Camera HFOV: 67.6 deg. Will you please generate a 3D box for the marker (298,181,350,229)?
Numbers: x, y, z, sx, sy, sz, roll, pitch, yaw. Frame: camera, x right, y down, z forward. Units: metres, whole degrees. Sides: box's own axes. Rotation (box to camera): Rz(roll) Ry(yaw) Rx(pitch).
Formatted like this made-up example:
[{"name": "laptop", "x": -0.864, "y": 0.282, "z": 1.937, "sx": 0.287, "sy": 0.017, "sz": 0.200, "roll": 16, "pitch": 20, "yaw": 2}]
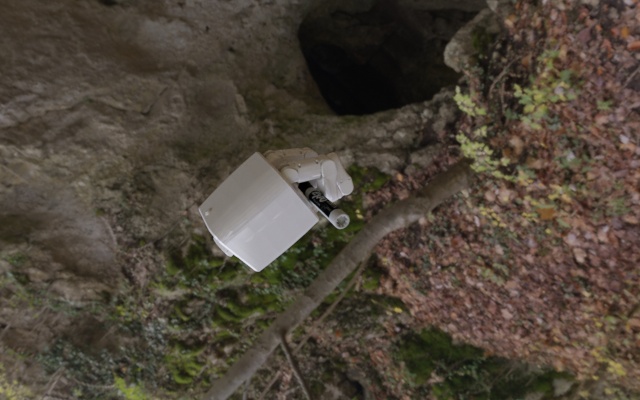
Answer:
[{"name": "marker", "x": 0.000, "y": 0.002, "z": 0.578, "sx": 0.020, "sy": 0.020, "sz": 0.121, "roll": 0, "pitch": 21, "yaw": -25}]
